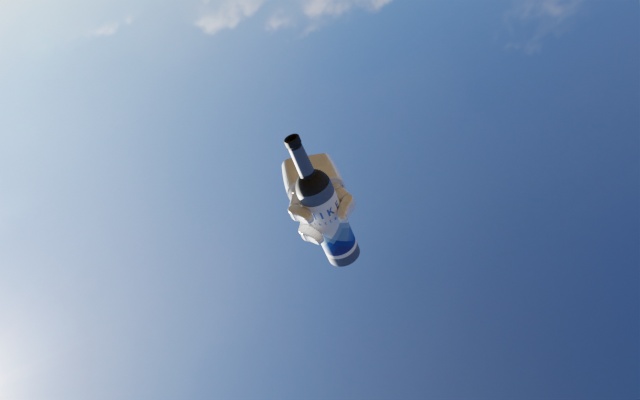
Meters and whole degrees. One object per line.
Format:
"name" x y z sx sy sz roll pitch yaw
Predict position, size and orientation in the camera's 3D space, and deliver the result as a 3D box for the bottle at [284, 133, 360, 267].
"bottle" 0.000 0.003 0.886 0.069 0.296 0.069 -15 38 12
